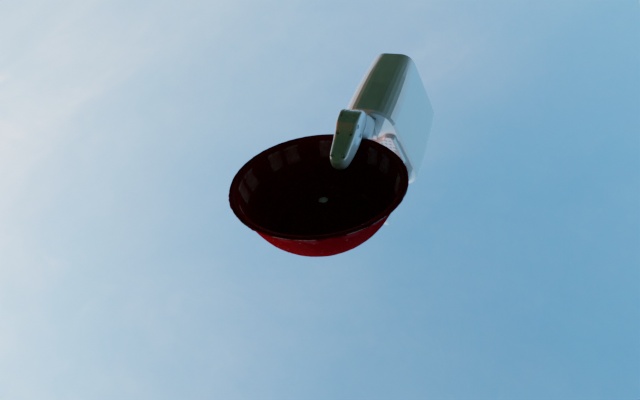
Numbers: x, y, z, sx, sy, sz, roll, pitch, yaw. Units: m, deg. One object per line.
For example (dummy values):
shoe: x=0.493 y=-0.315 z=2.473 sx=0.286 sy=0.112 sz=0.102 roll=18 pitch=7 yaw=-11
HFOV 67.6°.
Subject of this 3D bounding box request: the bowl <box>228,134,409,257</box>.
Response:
bowl: x=-0.001 y=0.003 z=0.443 sx=0.162 sy=0.055 sz=0.162 roll=-5 pitch=37 yaw=4
